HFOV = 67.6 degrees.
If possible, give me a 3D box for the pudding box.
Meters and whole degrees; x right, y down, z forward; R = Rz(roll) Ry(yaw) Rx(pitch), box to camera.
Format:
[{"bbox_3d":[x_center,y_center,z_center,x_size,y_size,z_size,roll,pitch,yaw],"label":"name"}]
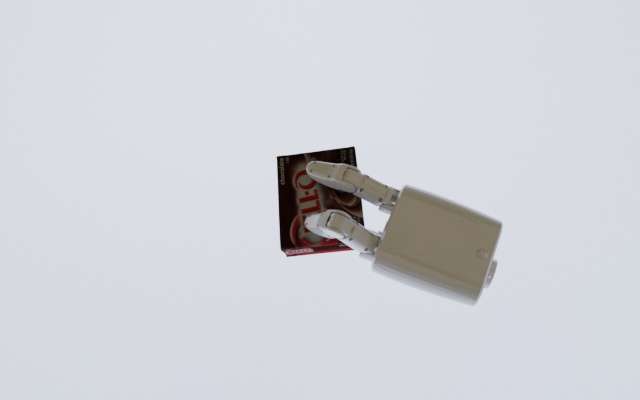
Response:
[{"bbox_3d":[0.000,0.002,0.524,0.090,0.113,0.039,-7,-24,4],"label":"pudding box"}]
